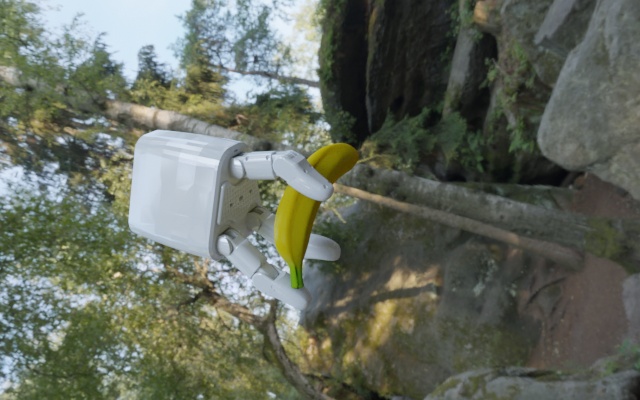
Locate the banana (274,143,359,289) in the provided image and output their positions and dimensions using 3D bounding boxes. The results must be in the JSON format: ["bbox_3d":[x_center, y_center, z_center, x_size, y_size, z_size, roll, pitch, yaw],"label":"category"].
[{"bbox_3d":[-0.004,-0.009,0.486,0.037,0.070,0.197,9,47,21],"label":"banana"}]
